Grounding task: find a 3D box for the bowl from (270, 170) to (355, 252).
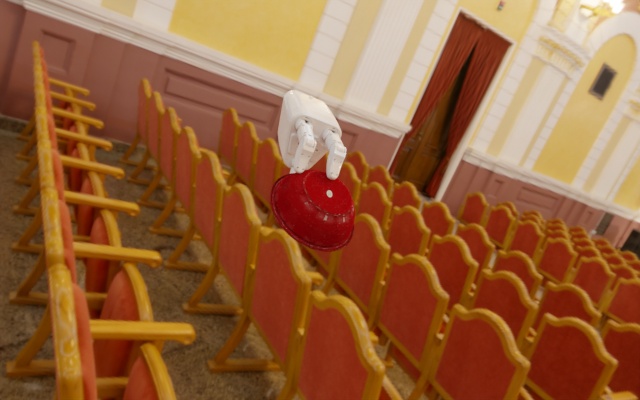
[{"bbox_3d":[0.001,0.003,0.790,0.162,0.162,0.055,0,-35,-37],"label":"bowl"}]
